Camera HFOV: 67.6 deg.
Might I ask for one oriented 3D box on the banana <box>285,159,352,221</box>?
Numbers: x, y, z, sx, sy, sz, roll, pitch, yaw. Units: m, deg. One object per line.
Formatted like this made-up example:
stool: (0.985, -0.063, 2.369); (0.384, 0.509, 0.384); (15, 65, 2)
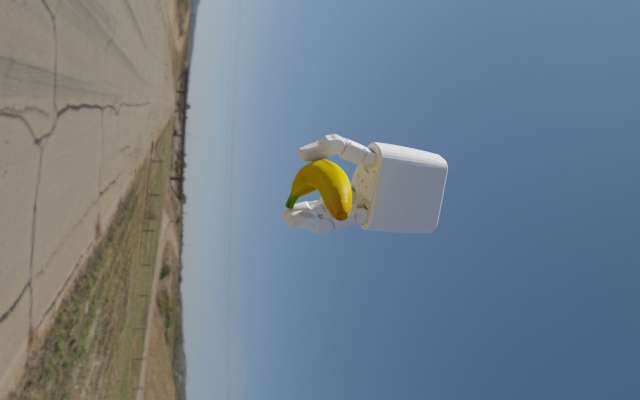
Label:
banana: (0.002, -0.017, 0.586); (0.037, 0.069, 0.198); (8, 0, -19)
